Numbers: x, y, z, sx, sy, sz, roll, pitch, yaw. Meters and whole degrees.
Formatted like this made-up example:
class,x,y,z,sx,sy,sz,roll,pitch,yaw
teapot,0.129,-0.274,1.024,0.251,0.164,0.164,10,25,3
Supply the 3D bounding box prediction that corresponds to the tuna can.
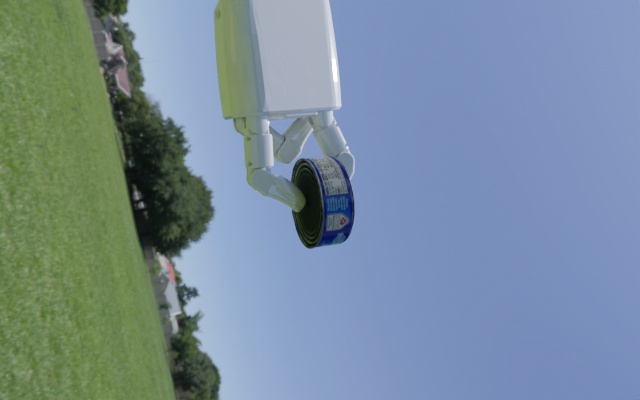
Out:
class,x,y,z,sx,sy,sz,roll,pitch,yaw
tuna can,0.001,0.001,0.456,0.034,0.086,0.086,-6,2,-21
